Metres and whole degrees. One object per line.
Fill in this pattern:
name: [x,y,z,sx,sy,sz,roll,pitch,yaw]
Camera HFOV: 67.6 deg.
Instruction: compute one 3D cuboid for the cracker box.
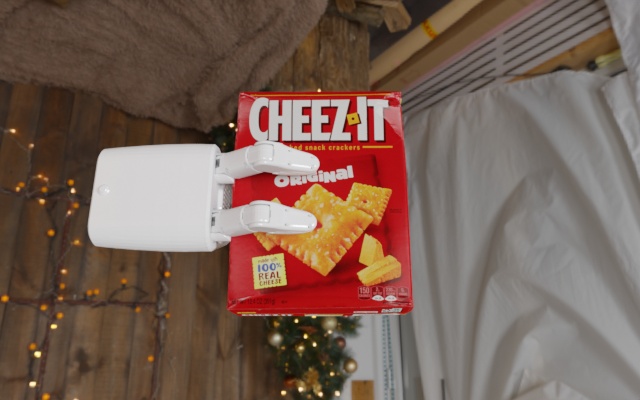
cracker box: [0.000,0.002,0.463,0.164,0.213,0.072,0,-17,0]
